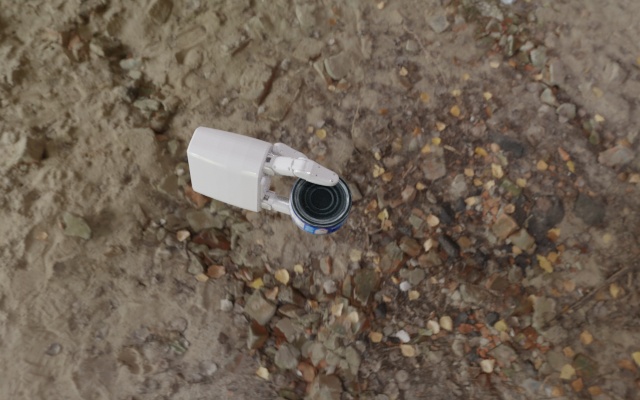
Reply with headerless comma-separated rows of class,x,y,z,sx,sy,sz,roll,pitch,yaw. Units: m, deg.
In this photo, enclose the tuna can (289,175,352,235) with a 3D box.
tuna can,0.000,0.002,0.652,0.086,0.086,0.034,0,-21,-6
